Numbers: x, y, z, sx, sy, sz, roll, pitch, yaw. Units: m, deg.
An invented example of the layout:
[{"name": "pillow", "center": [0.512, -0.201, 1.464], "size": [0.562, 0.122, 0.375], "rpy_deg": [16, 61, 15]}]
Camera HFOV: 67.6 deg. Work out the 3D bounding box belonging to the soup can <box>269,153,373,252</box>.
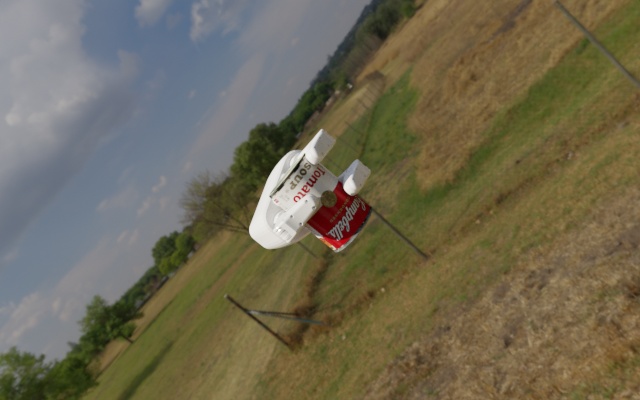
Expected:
[{"name": "soup can", "center": [0.000, 0.002, 0.551], "size": [0.102, 0.068, 0.068], "rpy_deg": [40, -7, -8]}]
